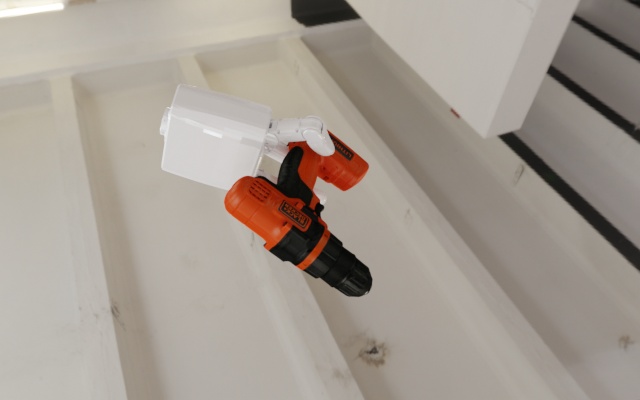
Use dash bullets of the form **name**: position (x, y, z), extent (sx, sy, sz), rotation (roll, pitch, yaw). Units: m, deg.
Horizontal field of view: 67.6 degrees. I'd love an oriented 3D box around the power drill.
- **power drill**: position (0.000, 0.001, 0.555), extent (0.057, 0.184, 0.187), rotation (-43, 14, 37)
